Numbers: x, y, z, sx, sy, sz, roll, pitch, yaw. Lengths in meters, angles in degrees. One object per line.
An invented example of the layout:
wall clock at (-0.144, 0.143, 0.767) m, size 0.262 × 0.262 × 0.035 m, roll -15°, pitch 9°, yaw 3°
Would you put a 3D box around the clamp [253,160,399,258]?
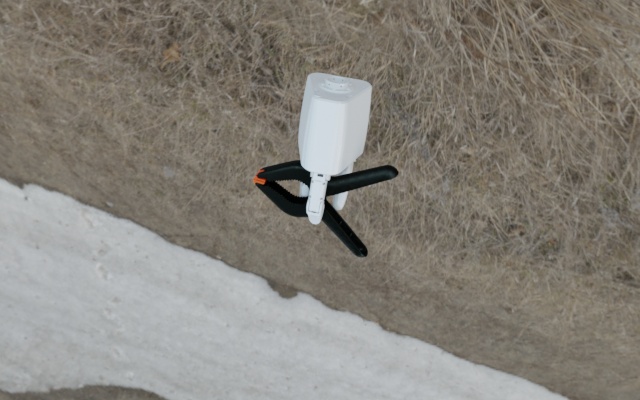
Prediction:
clamp at (-0.001, 0.002, 0.729) m, size 0.210 × 0.165 × 0.036 m, roll 12°, pitch 30°, yaw 6°
